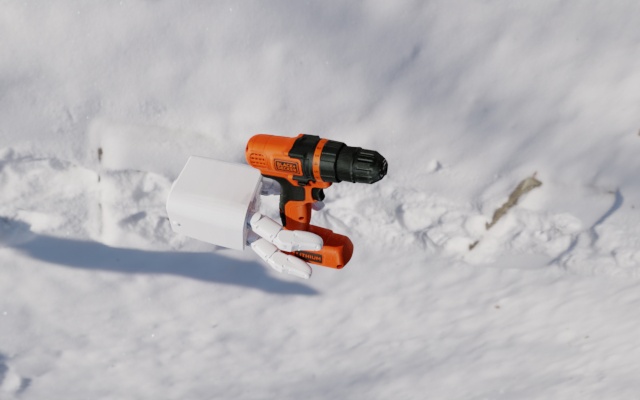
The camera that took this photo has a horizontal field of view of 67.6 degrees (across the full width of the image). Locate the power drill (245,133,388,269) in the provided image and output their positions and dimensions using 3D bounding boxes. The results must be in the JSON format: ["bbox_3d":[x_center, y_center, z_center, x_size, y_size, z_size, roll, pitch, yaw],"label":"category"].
[{"bbox_3d":[0.000,0.002,0.625,0.184,0.188,0.057,12,40,24],"label":"power drill"}]
